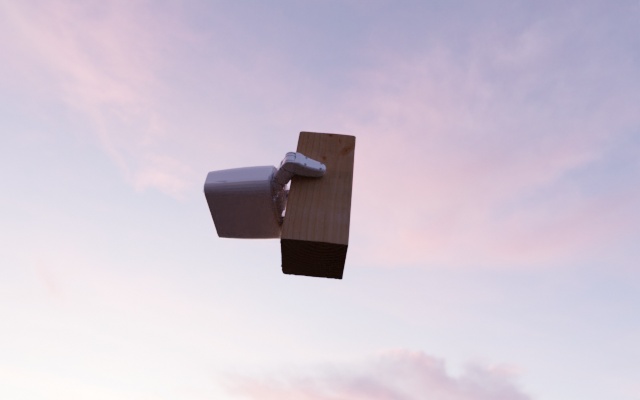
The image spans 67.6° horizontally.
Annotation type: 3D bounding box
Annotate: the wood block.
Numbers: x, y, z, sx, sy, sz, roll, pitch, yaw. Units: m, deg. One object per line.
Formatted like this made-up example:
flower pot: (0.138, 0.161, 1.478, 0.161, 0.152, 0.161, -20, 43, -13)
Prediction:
wood block: (0.000, 0.002, 0.707, 0.090, 0.206, 0.091, 5, -39, 2)
